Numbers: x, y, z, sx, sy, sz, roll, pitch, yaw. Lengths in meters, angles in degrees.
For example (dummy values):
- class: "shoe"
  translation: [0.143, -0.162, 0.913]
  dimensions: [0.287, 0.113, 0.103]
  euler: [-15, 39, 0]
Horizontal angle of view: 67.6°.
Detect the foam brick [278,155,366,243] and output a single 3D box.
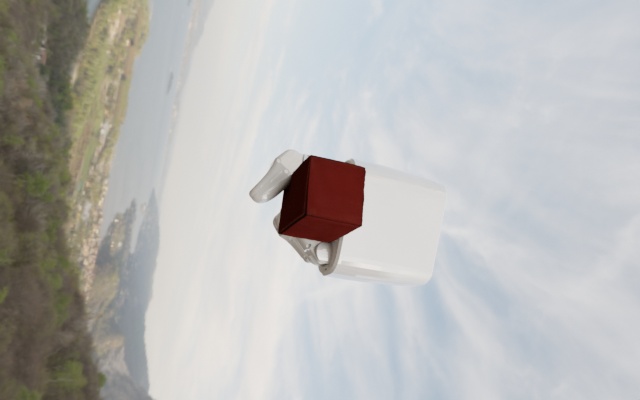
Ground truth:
- class: "foam brick"
  translation: [0.000, 0.001, 0.414]
  dimensions: [0.051, 0.053, 0.078]
  euler: [12, -18, -17]
